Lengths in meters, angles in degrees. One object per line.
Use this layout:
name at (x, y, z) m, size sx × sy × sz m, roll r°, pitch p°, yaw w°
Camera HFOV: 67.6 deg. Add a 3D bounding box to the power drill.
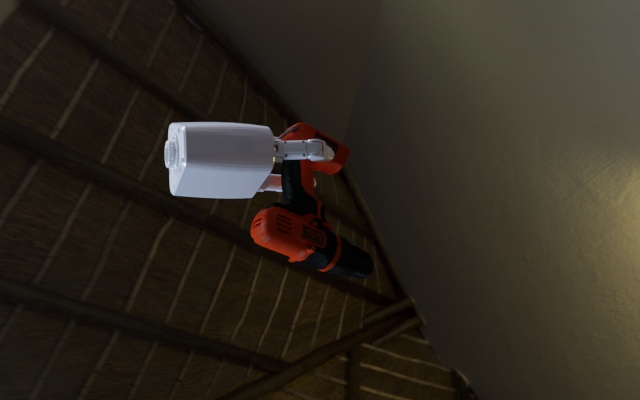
power drill at (0.000, 0.002, 0.637) m, size 0.184 × 0.187 × 0.057 m, roll 26°, pitch -40°, yaw -33°
